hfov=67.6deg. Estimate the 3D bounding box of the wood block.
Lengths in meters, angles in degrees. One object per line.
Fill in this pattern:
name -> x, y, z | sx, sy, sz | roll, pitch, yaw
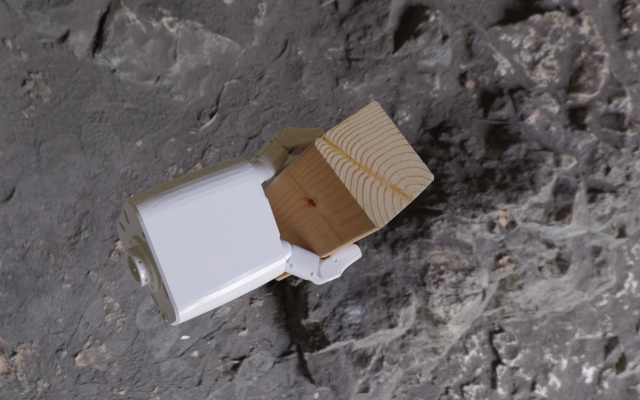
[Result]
wood block -> 0.000, 0.002, 0.484 | 0.090, 0.091, 0.206 | -38, 2, -35
